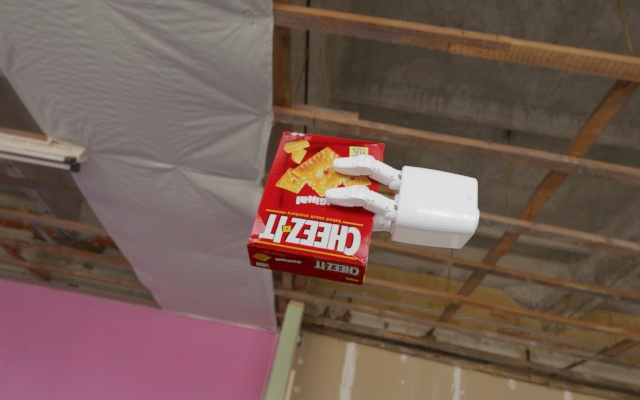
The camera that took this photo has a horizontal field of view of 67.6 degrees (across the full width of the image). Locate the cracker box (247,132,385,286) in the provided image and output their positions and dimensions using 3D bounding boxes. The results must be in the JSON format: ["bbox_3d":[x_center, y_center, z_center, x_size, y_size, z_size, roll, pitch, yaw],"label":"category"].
[{"bbox_3d":[0.000,0.002,0.703,0.164,0.213,0.072,9,-35,7],"label":"cracker box"}]
